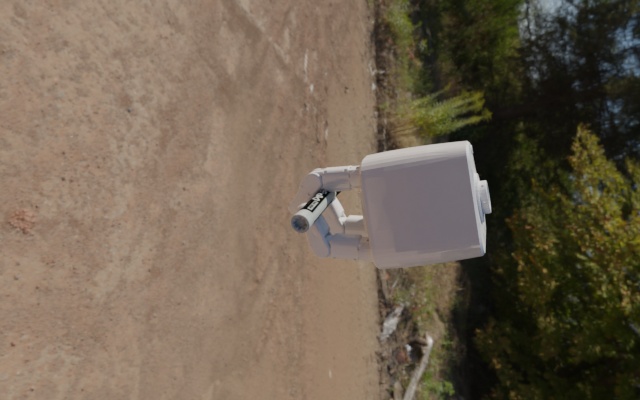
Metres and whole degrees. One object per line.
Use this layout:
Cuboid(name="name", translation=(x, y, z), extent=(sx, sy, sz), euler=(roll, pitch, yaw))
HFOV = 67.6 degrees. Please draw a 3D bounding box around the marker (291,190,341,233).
Cuboid(name="marker", translation=(0.000, 0.002, 0.494), extent=(0.020, 0.020, 0.121), euler=(0, 19, 20))
